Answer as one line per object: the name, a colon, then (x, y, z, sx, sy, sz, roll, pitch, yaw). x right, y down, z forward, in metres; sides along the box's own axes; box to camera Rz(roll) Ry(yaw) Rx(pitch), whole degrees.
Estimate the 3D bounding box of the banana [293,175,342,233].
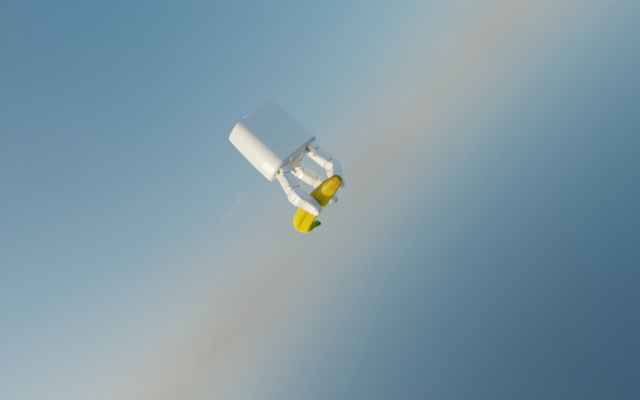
banana: (-0.013, 0.015, 0.856, 0.069, 0.037, 0.198, -41, -10, -26)
